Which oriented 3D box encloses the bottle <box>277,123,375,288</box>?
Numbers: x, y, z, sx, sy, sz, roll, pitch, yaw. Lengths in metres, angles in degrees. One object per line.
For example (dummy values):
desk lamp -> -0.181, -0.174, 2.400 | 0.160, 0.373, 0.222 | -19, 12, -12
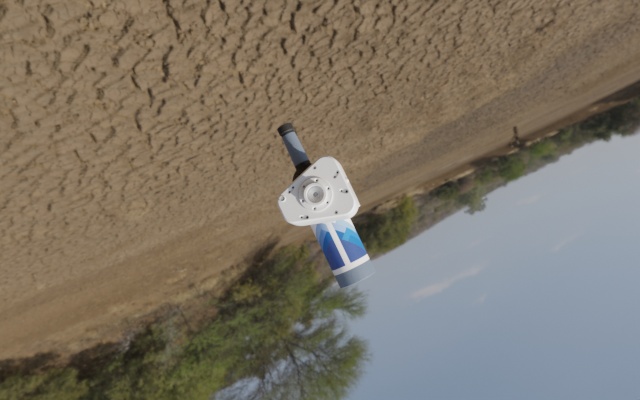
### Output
bottle -> 0.000, 0.003, 0.822 | 0.069, 0.295, 0.069 | -26, -4, -2
